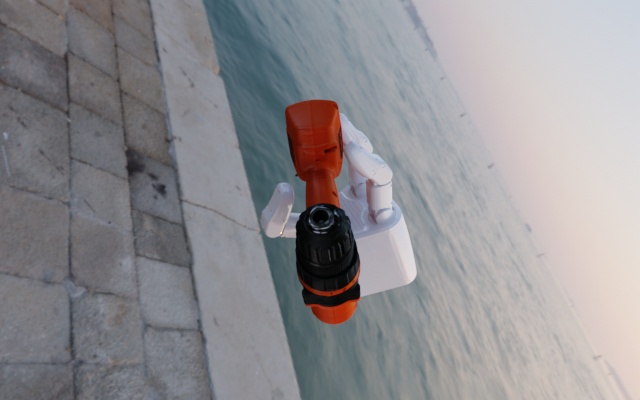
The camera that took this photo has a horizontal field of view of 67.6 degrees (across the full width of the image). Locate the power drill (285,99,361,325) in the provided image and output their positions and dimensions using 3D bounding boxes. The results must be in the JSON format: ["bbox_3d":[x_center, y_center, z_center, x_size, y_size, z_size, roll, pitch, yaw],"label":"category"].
[{"bbox_3d":[0.000,0.001,0.434,0.057,0.187,0.185,-4,-32,0],"label":"power drill"}]
